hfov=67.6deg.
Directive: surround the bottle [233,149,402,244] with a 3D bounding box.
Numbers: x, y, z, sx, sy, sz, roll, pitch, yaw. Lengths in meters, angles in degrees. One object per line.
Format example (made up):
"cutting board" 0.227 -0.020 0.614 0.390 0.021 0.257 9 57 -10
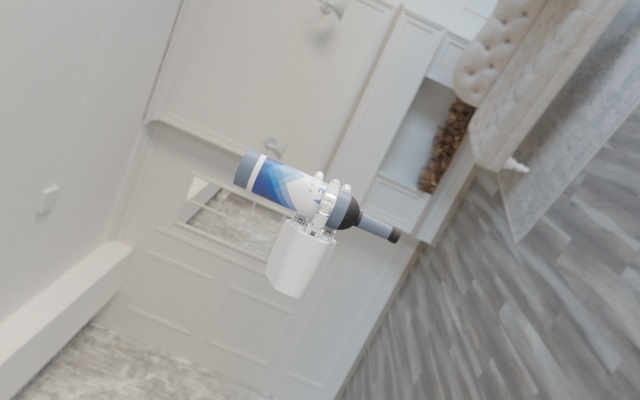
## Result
"bottle" 0.000 0.002 0.815 0.296 0.069 0.069 24 -2 -4
